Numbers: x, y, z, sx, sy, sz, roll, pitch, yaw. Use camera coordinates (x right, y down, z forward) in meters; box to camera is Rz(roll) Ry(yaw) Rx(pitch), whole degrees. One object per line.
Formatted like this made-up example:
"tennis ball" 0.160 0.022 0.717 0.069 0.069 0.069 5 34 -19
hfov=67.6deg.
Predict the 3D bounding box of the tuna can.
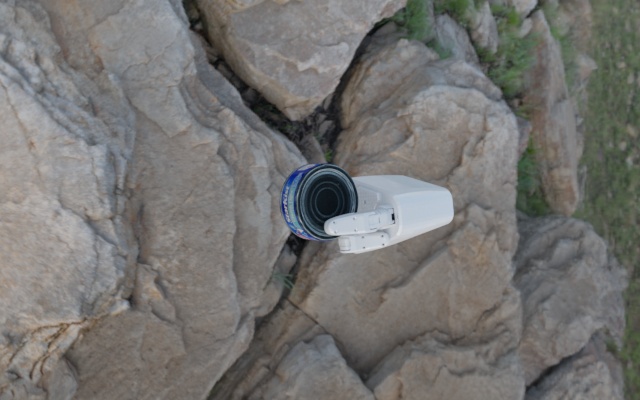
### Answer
"tuna can" 0.000 0.002 0.527 0.086 0.086 0.034 0 1 -34
